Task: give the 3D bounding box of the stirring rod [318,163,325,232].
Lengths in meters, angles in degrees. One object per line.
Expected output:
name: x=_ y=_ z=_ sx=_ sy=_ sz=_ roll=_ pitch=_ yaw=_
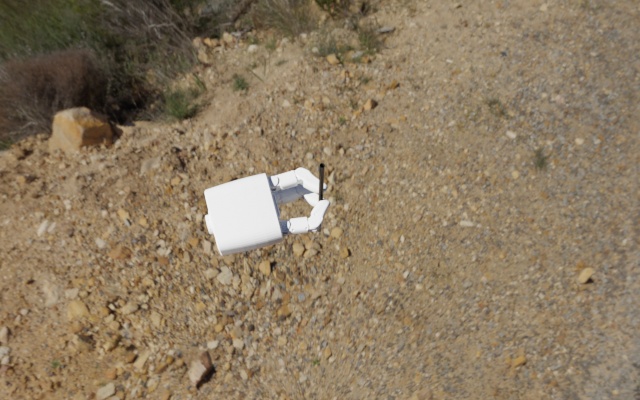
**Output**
stirring rod: x=0.000 y=0.003 z=0.815 sx=0.011 sy=0.011 sz=0.240 roll=0 pitch=-27 yaw=-1
